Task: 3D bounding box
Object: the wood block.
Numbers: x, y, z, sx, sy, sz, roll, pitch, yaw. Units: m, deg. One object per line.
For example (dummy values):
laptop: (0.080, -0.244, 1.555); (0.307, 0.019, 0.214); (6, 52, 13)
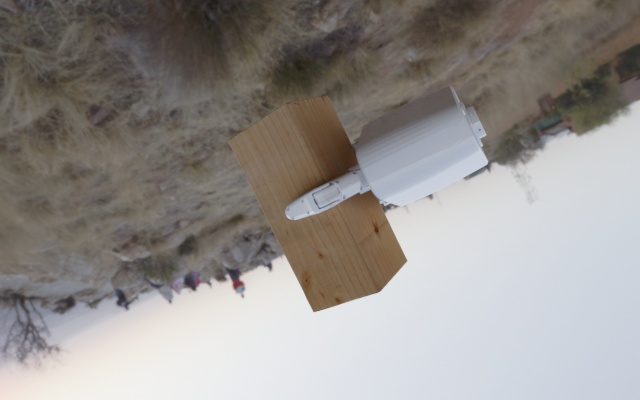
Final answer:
wood block: (0.000, 0.002, 0.521); (0.090, 0.206, 0.091); (-25, 2, 33)
